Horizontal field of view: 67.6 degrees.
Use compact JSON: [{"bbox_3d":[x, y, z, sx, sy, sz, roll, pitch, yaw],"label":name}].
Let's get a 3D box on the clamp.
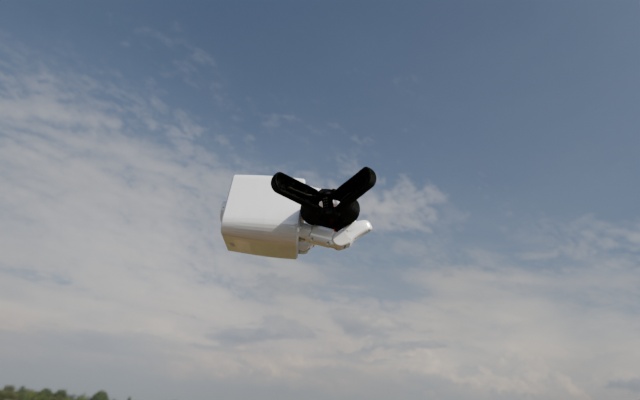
[{"bbox_3d":[0.000,0.001,0.608,0.120,0.039,0.171,6,-25,-1],"label":"clamp"}]
